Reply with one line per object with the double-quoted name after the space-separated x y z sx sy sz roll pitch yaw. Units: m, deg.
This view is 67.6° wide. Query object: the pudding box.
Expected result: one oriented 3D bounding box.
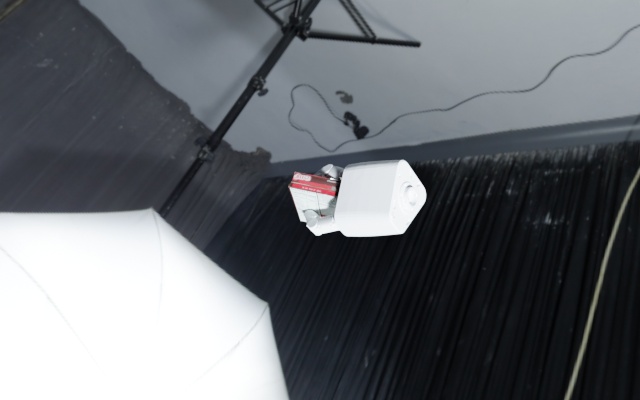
0.000 0.003 0.835 0.090 0.039 0.114 14 -33 18 "pudding box"
